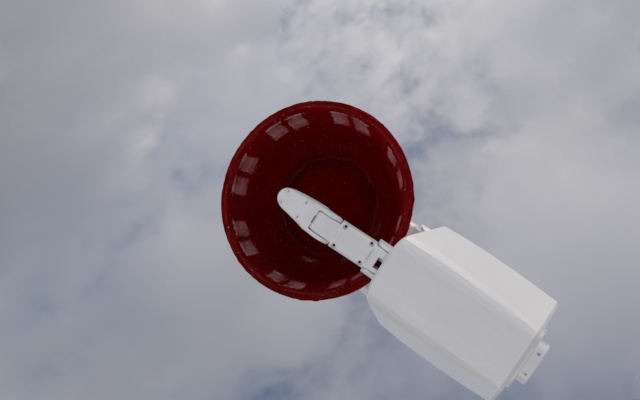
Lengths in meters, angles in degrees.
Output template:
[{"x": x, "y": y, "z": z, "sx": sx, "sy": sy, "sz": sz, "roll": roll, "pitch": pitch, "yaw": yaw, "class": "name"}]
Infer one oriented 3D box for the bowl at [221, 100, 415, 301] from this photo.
[{"x": -0.001, "y": 0.000, "z": 0.406, "sx": 0.162, "sy": 0.162, "sz": 0.055, "roll": 0, "pitch": -7, "yaw": 16, "class": "bowl"}]
